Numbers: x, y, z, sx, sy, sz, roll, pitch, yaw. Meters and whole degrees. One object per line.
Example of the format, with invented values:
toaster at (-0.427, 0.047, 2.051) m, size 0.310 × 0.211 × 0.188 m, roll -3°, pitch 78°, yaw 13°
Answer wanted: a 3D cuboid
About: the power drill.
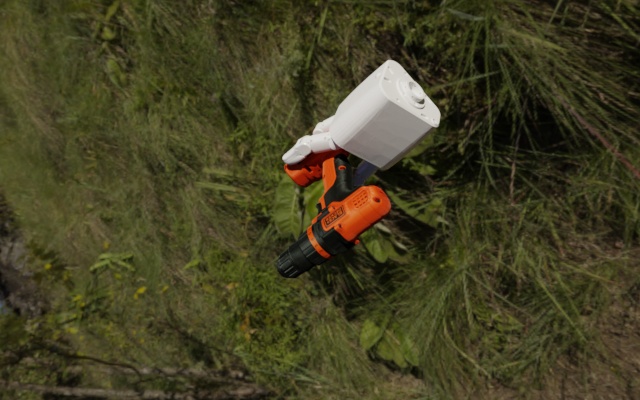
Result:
power drill at (0.000, 0.002, 0.686) m, size 0.184 × 0.187 × 0.057 m, roll -36°, pitch -47°, yaw 18°
